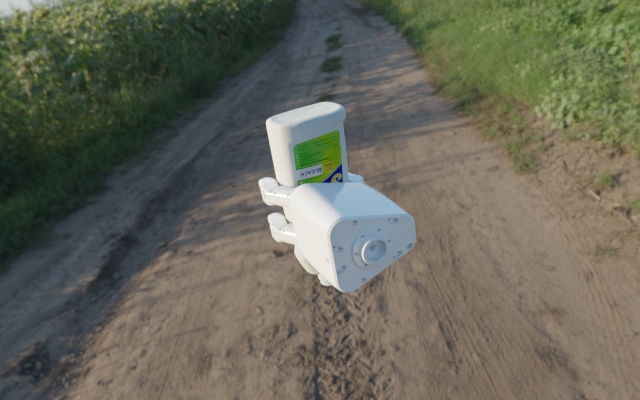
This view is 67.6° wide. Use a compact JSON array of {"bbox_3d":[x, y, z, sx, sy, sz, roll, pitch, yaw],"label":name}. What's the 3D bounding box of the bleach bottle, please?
[{"bbox_3d":[0.000,0.002,0.650,0.102,0.251,0.068,-20,26,-18],"label":"bleach bottle"}]
